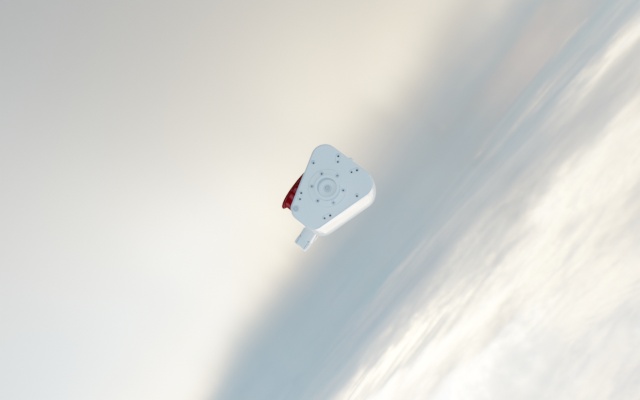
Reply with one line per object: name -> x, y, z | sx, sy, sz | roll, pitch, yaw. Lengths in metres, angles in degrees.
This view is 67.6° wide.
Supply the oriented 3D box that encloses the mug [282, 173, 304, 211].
mug -> 0.000, 0.003, 0.772 | 0.081, 0.093, 0.117 | 39, 0, 9
